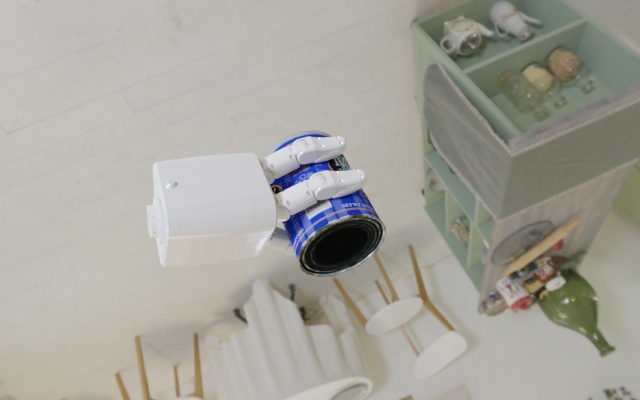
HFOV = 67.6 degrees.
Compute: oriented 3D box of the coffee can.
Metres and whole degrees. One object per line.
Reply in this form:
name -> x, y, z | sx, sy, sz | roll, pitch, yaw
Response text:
coffee can -> 0.000, 0.002, 0.555 | 0.103, 0.140, 0.103 | -16, -39, -13
